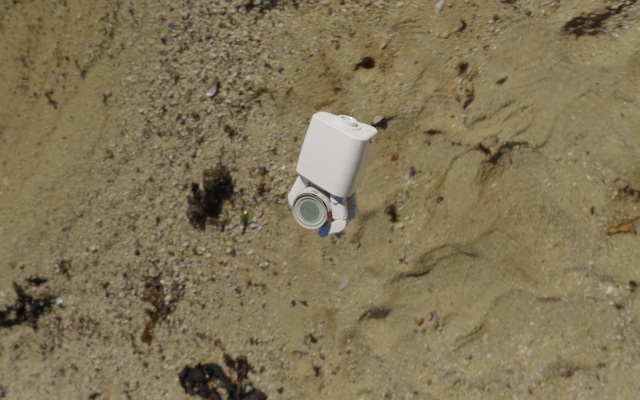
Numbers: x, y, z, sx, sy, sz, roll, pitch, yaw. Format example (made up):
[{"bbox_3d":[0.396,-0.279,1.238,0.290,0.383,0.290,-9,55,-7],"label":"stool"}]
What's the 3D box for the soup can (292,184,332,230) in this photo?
[{"bbox_3d":[0.000,0.003,0.841,0.068,0.068,0.102,0,19,23],"label":"soup can"}]
